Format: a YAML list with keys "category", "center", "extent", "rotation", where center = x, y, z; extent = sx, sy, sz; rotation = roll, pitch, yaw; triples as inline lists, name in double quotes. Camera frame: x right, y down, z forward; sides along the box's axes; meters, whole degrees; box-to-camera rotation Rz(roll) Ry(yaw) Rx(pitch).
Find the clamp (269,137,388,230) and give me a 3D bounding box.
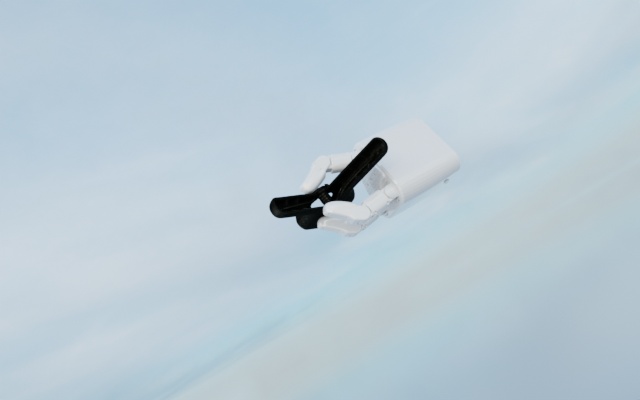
- category: "clamp"
  center: [0.000, 0.002, 0.649]
  extent: [0.164, 0.036, 0.210]
  rotation: [-29, -15, -18]
